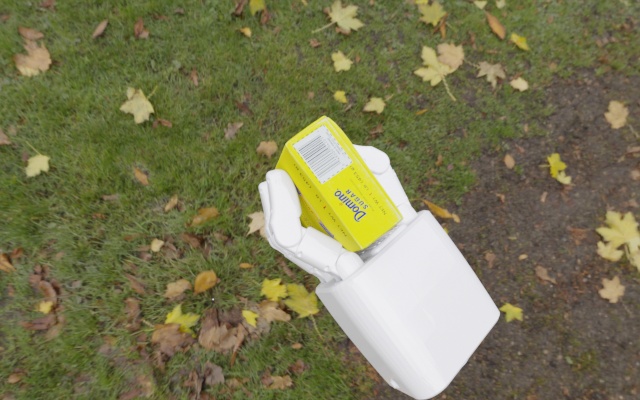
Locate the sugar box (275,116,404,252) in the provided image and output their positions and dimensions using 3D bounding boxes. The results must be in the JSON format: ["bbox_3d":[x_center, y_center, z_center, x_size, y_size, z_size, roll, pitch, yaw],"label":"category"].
[{"bbox_3d":[0.000,0.002,0.412,0.048,0.093,0.176,-35,-2,-17],"label":"sugar box"}]
